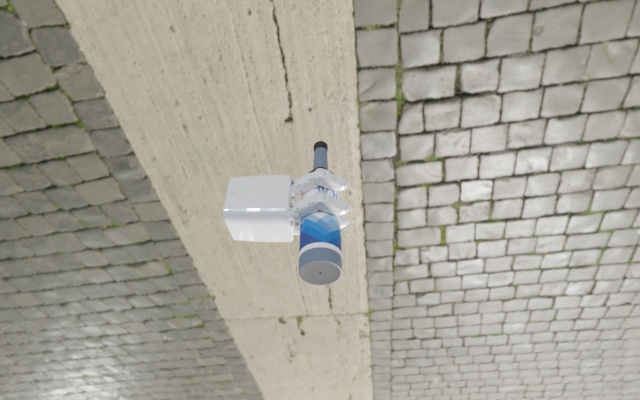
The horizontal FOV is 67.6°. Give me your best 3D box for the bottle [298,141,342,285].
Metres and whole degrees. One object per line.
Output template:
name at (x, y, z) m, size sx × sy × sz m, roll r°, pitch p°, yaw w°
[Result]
bottle at (0.000, 0.003, 0.817) m, size 0.069 × 0.295 × 0.069 m, roll 0°, pitch -43°, yaw 0°
